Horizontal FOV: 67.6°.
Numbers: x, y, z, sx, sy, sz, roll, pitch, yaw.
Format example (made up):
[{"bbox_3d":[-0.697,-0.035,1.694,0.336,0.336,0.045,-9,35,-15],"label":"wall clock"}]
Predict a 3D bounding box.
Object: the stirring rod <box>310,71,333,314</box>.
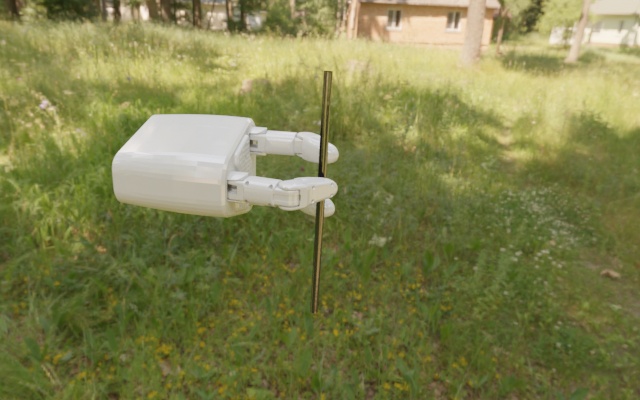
[{"bbox_3d":[0.000,0.002,0.453,0.011,0.240,0.011,3,20,-1],"label":"stirring rod"}]
